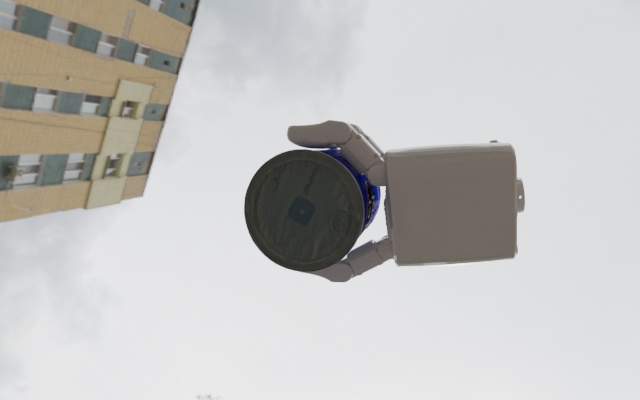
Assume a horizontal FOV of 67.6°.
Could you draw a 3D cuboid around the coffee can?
[{"bbox_3d":[0.000,0.002,0.460,0.103,0.103,0.140,0,6,13],"label":"coffee can"}]
